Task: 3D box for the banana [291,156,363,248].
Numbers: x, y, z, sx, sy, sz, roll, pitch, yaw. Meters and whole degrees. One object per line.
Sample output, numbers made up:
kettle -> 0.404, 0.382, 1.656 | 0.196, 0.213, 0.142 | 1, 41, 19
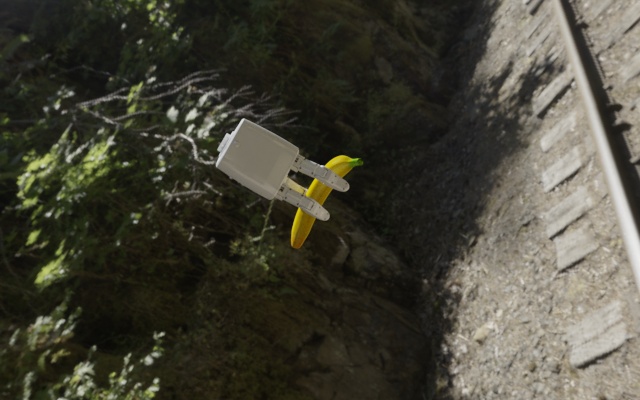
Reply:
banana -> -0.001, -0.007, 0.843 | 0.037, 0.198, 0.069 | 29, 15, -21
